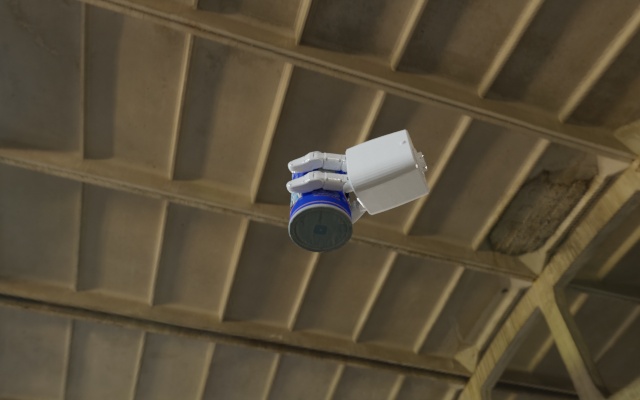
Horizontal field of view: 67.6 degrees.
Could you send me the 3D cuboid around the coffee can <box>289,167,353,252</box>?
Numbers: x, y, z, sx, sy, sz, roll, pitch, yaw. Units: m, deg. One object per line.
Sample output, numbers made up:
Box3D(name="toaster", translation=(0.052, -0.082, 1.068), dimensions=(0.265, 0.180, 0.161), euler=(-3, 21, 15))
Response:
Box3D(name="coffee can", translation=(0.000, 0.003, 0.809), dimensions=(0.103, 0.103, 0.140), euler=(0, 41, -1))
